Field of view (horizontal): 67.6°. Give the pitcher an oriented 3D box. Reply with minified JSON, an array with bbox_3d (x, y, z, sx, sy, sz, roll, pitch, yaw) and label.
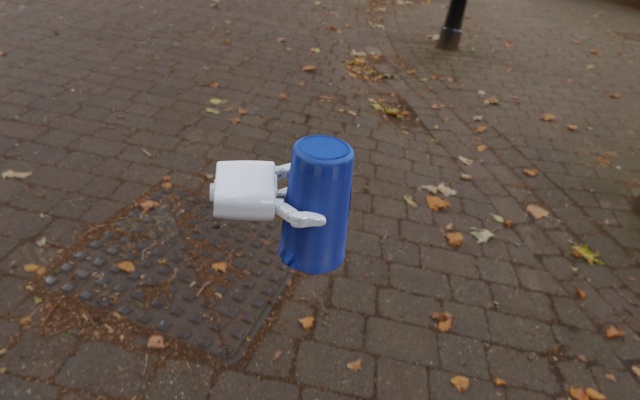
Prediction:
[{"bbox_3d":[0.000,0.003,0.896,0.145,0.243,0.149,2,33,-8],"label":"pitcher"}]
